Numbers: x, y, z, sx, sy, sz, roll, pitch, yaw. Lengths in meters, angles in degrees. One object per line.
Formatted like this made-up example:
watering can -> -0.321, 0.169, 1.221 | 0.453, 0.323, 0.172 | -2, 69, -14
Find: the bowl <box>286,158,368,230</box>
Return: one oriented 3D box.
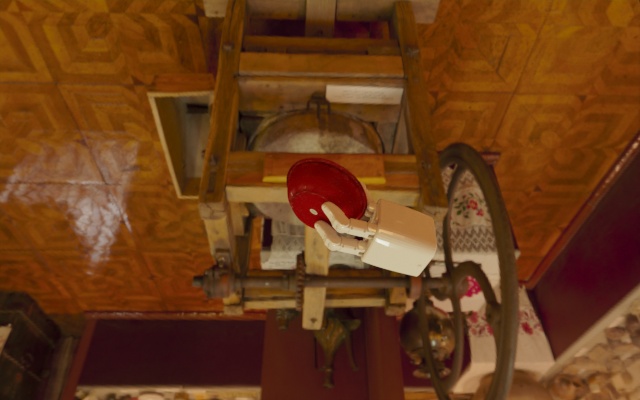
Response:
bowl -> -0.001, 0.003, 0.862 | 0.162, 0.162, 0.055 | 0, 40, 32
